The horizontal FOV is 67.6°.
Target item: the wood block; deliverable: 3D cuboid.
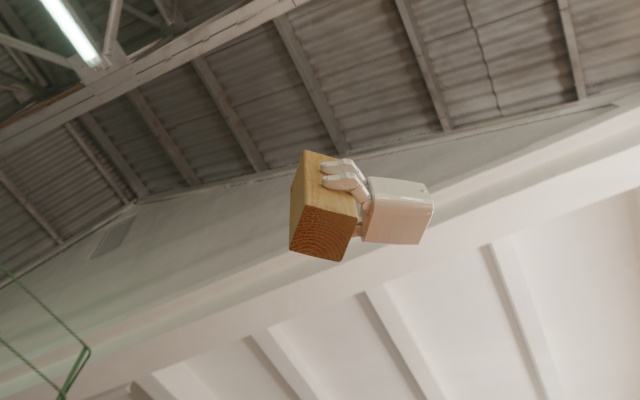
[{"bbox_3d":[0.000,0.003,0.829,0.090,0.091,0.206,15,27,-10],"label":"wood block"}]
